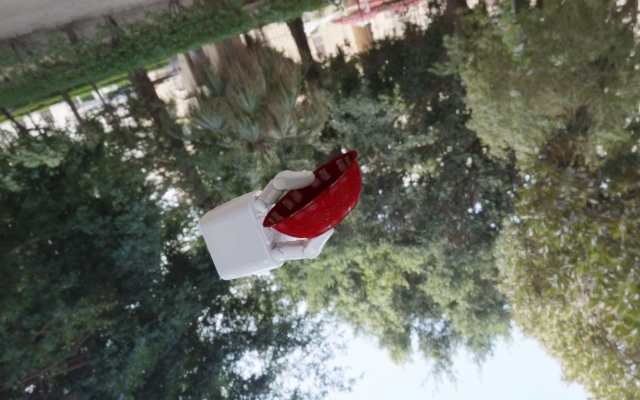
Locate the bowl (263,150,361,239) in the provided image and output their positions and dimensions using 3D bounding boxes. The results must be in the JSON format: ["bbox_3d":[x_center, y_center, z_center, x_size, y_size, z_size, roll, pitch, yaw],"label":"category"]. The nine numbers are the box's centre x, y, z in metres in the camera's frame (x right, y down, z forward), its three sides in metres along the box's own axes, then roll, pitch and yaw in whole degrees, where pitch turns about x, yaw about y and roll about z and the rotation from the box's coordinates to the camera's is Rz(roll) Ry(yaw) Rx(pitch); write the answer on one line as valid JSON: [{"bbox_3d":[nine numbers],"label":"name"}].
[{"bbox_3d":[0.001,0.002,0.651,0.162,0.055,0.162,-37,12,10],"label":"bowl"}]
